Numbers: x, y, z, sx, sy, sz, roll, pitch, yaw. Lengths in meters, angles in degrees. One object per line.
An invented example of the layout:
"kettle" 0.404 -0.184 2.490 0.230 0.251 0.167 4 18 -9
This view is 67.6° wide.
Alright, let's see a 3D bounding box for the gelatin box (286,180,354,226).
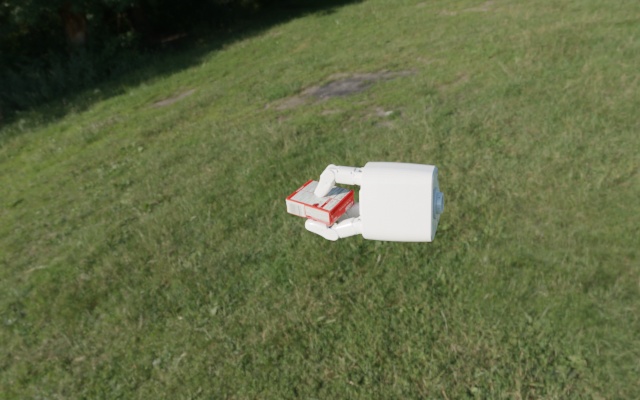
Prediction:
"gelatin box" 0.000 0.002 0.784 0.089 0.030 0.073 16 37 29
